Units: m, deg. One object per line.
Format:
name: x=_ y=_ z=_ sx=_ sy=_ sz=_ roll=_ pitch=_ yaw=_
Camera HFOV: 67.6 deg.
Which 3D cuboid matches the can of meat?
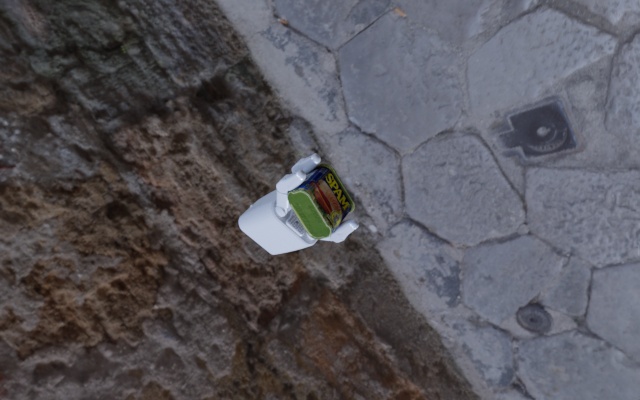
can of meat: x=0.000 y=0.003 z=0.803 sx=0.057 sy=0.102 sz=0.084 roll=-17 pitch=22 yaw=41
